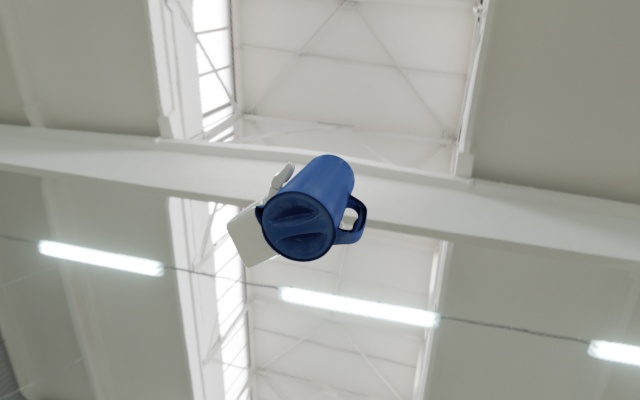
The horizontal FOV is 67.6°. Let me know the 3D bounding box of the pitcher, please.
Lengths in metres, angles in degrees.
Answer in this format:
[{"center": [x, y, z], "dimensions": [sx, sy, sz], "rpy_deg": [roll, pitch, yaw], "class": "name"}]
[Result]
[{"center": [0.000, 0.003, 0.895], "dimensions": [0.145, 0.149, 0.242], "rpy_deg": [-31, 12, 27], "class": "pitcher"}]
